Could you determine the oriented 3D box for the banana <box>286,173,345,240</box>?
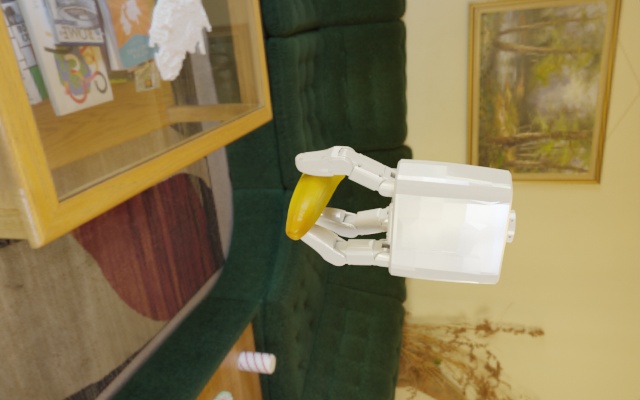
[{"bbox_3d":[0.003,-0.017,0.526,0.037,0.070,0.197,10,16,10],"label":"banana"}]
